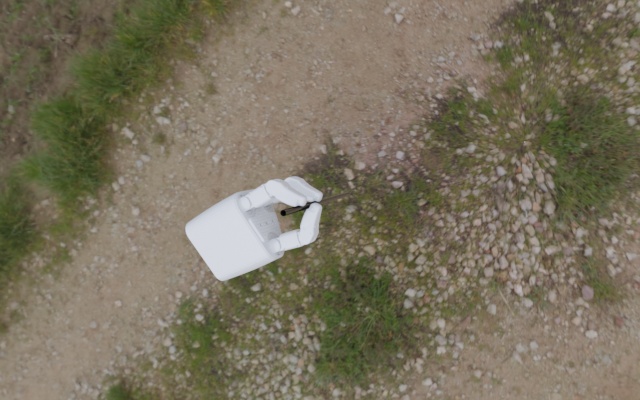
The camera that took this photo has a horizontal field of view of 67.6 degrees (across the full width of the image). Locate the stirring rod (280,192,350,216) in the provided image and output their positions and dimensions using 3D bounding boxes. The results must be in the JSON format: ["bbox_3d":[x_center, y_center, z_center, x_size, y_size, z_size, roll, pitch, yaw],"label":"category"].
[{"bbox_3d":[0.000,0.002,0.708,0.011,0.011,0.239,0,6,23],"label":"stirring rod"}]
